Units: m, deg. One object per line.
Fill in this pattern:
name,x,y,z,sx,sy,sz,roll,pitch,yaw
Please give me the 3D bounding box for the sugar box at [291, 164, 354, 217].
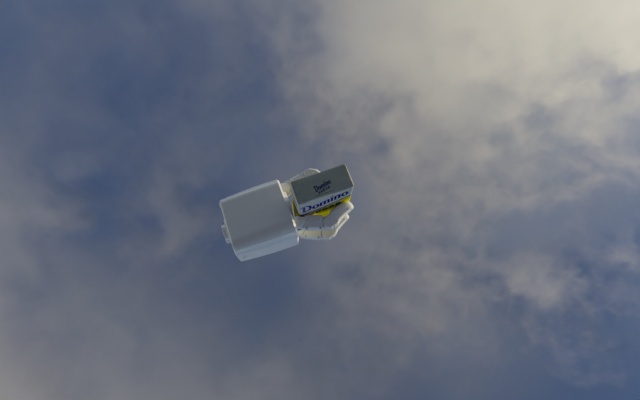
sugar box,0.000,0.003,0.809,0.093,0.048,0.176,-19,-15,-7
